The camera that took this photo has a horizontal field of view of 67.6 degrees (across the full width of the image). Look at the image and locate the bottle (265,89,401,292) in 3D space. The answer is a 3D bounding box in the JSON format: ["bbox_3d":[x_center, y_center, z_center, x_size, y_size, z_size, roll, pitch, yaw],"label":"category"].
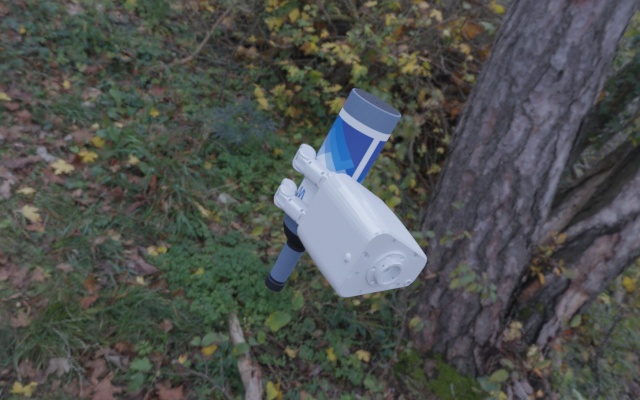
[{"bbox_3d":[0.000,0.002,0.622,0.069,0.296,0.069,25,23,-11],"label":"bottle"}]
